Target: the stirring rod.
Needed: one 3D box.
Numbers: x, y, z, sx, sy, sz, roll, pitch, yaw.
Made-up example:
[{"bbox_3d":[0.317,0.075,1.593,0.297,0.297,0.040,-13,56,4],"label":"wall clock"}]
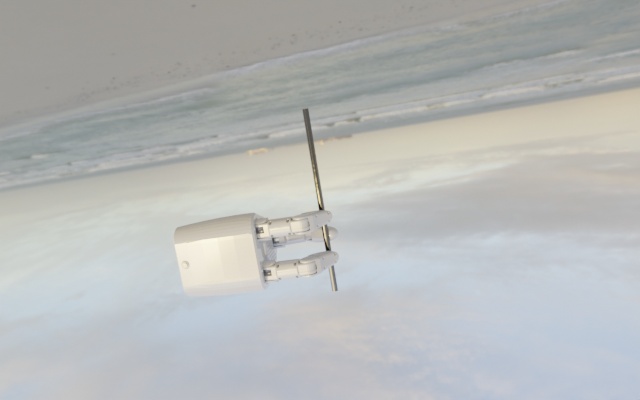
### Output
[{"bbox_3d":[0.000,0.002,0.619,0.011,0.239,0.011,-9,7,1],"label":"stirring rod"}]
